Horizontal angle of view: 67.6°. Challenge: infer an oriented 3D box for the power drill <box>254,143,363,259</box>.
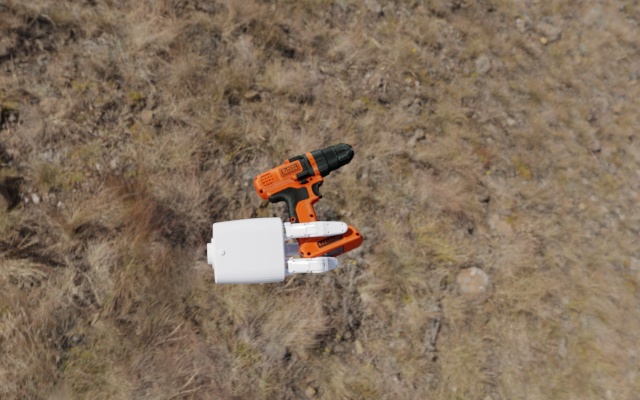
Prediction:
[{"bbox_3d":[0.000,0.003,0.807,0.184,0.187,0.057,-24,-24,-4],"label":"power drill"}]
